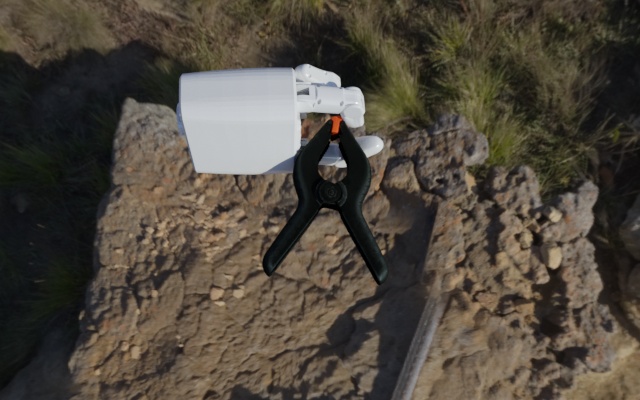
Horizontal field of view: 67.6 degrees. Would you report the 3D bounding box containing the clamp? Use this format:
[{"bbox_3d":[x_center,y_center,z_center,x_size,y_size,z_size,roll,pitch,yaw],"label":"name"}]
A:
[{"bbox_3d":[0.000,0.001,0.473,0.120,0.171,0.039,-2,-16,-9],"label":"clamp"}]
